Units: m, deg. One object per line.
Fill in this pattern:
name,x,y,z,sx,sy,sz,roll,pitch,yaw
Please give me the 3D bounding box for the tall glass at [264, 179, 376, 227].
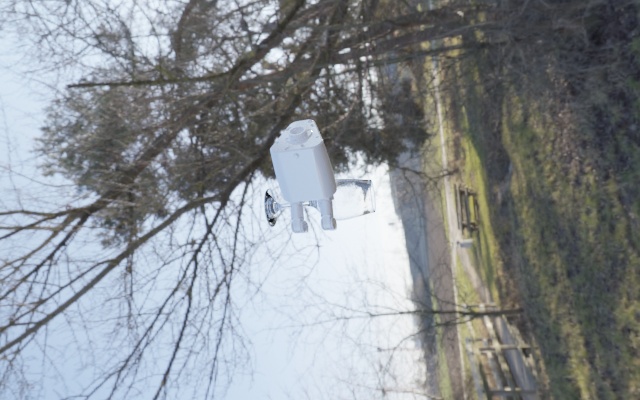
tall glass,0.000,0.003,0.899,0.201,0.079,0.079,-6,-1,12
